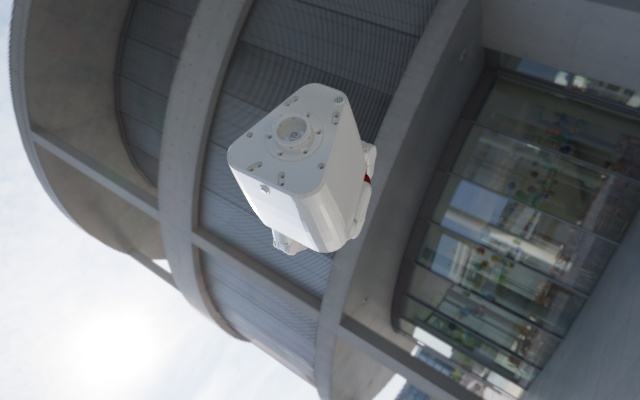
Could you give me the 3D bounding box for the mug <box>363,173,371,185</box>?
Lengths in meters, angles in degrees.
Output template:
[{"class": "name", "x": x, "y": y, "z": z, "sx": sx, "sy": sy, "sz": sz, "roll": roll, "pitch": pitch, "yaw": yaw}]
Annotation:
[{"class": "mug", "x": 0.000, "y": 0.002, "z": 0.551, "sx": 0.081, "sy": 0.093, "sz": 0.117, "roll": 28, "pitch": -21, "yaw": 23}]
